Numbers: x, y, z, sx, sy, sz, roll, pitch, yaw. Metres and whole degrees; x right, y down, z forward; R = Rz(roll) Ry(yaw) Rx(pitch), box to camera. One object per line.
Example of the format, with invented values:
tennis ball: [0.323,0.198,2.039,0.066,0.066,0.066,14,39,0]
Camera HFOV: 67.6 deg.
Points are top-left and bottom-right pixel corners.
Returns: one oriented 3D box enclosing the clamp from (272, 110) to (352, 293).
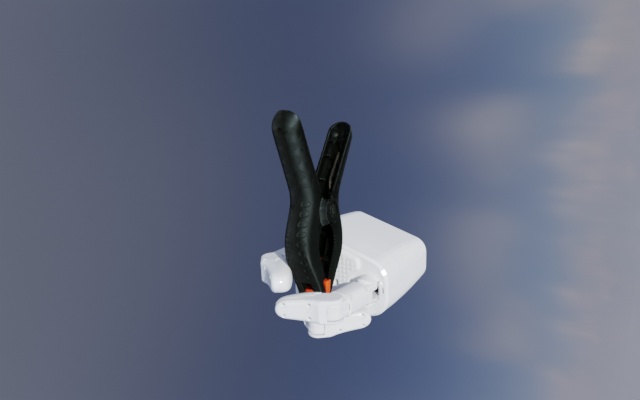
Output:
clamp: [0.001,0.002,0.439,0.039,0.171,0.120,7,15,33]
